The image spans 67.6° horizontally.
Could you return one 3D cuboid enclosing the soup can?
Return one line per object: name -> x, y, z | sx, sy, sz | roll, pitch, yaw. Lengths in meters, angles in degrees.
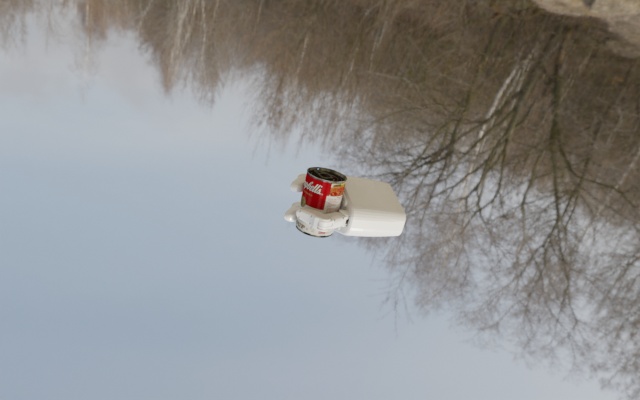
soup can -> 0.000, 0.003, 0.801 | 0.068, 0.102, 0.068 | 12, 20, -4
